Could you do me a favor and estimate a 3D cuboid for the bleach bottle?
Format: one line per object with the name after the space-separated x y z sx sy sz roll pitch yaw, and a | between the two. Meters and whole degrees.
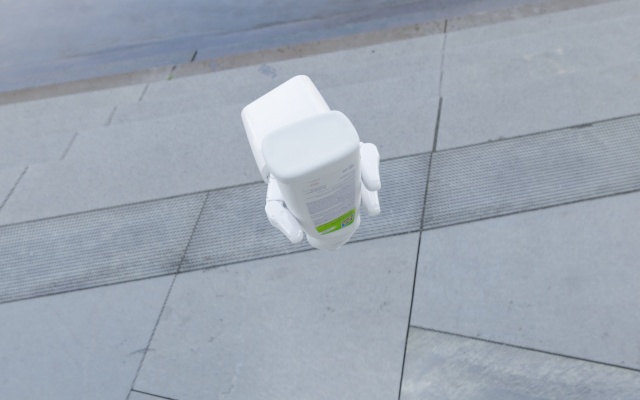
0.000 0.002 0.591 0.102 0.068 0.251 -22 -30 -8 | bleach bottle
